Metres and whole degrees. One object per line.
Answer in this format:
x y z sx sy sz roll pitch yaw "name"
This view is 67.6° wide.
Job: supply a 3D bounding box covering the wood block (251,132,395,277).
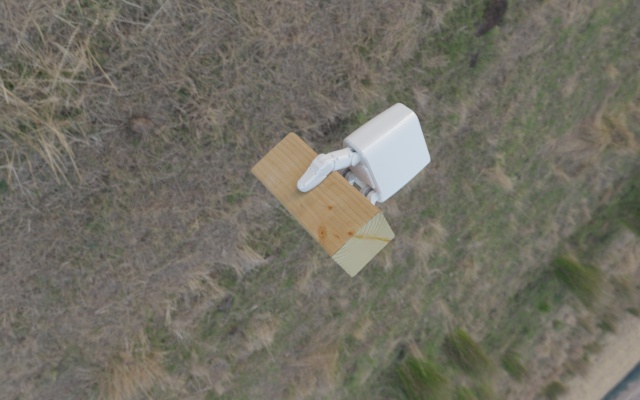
0.000 0.002 0.708 0.206 0.090 0.091 44 -4 34 "wood block"
